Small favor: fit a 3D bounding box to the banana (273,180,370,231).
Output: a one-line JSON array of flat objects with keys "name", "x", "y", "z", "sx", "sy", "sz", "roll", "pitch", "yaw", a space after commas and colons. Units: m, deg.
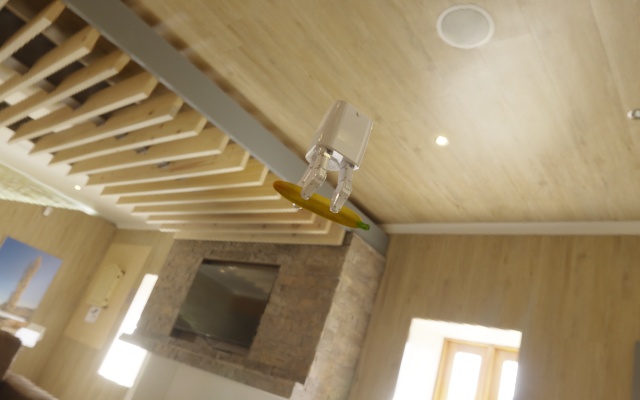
[{"name": "banana", "x": 0.001, "y": 0.008, "z": 0.916, "sx": 0.198, "sy": 0.037, "sz": 0.069, "roll": 23, "pitch": -13, "yaw": -3}]
